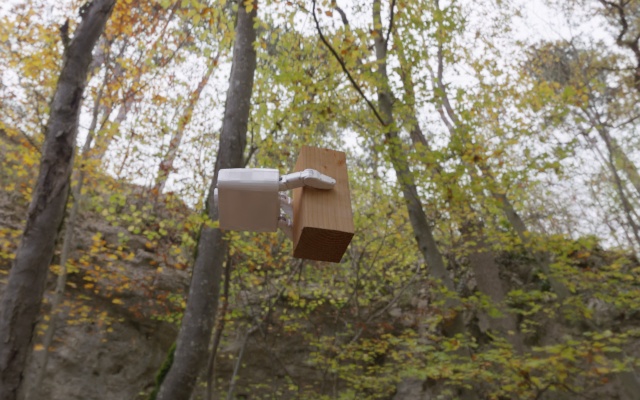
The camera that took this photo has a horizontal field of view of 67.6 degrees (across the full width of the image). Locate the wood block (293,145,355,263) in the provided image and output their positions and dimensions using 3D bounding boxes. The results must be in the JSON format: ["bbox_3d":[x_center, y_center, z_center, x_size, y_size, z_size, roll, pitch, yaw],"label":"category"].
[{"bbox_3d":[0.000,0.003,0.888,0.090,0.206,0.091,8,-44,-13],"label":"wood block"}]
